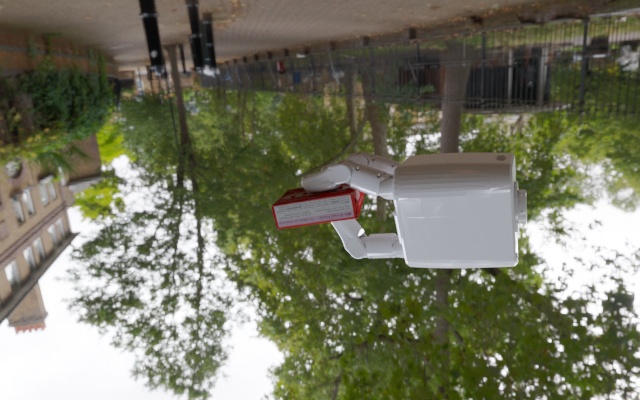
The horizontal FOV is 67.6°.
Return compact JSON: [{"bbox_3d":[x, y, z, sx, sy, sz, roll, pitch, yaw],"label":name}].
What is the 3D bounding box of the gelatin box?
[{"bbox_3d":[0.000,0.002,0.515,0.089,0.030,0.073,-9,12,12],"label":"gelatin box"}]
